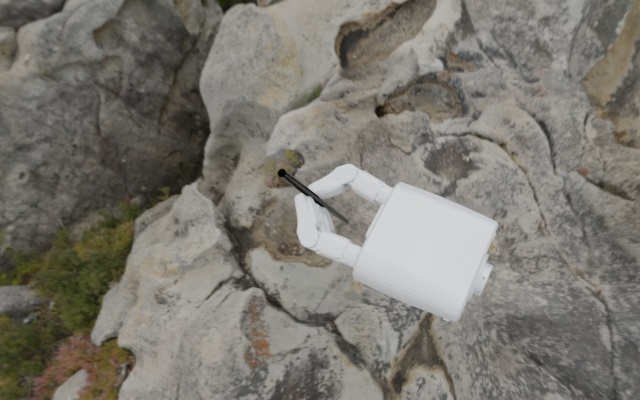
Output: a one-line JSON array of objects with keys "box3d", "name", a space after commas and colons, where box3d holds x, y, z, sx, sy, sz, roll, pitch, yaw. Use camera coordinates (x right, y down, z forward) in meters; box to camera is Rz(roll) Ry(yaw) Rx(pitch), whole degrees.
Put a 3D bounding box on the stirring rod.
[{"box3d": [0.000, 0.002, 0.535, 0.011, 0.011, 0.239, 0, -13, 17], "name": "stirring rod"}]
